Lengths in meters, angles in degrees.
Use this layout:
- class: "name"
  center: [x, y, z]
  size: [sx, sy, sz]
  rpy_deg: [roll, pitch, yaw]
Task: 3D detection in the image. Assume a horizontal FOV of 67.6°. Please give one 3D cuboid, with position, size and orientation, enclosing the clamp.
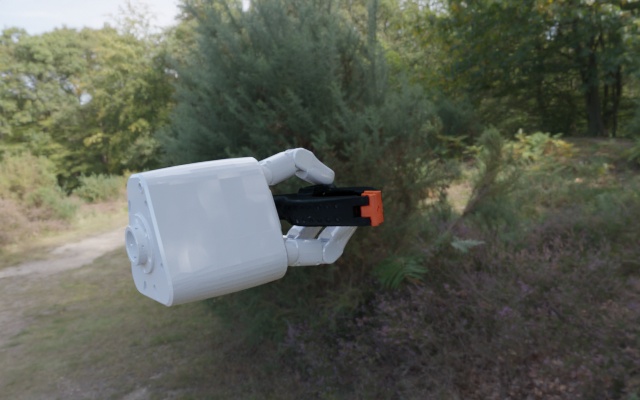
- class: "clamp"
  center: [0.000, 0.001, 0.489]
  size: [0.164, 0.036, 0.210]
  rpy_deg: [-13, 8, -38]
